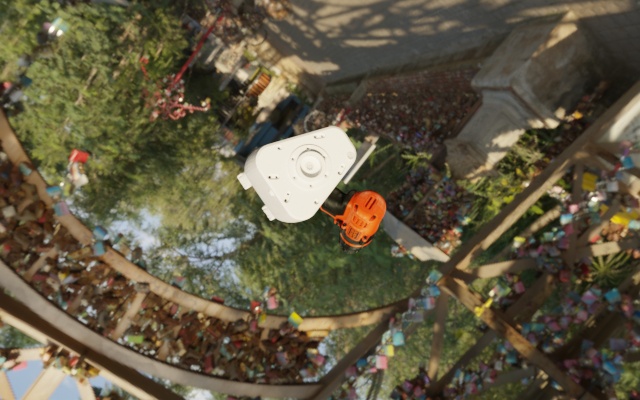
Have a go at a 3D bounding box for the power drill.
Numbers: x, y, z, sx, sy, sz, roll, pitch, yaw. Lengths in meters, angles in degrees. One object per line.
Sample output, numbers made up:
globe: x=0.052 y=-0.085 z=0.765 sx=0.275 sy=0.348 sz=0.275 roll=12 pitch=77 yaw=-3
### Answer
power drill: x=0.000 y=0.002 z=0.706 sx=0.187 sy=0.057 sz=0.184 roll=30 pitch=-24 yaw=7
